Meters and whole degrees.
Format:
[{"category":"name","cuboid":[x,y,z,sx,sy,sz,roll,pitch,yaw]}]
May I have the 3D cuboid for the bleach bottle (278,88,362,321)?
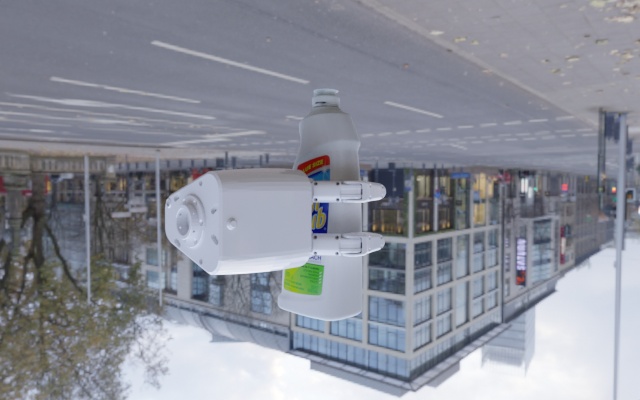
[{"category":"bleach bottle","cuboid":[0.000,0.002,0.546,0.068,0.251,0.102,-2,2,-44]}]
